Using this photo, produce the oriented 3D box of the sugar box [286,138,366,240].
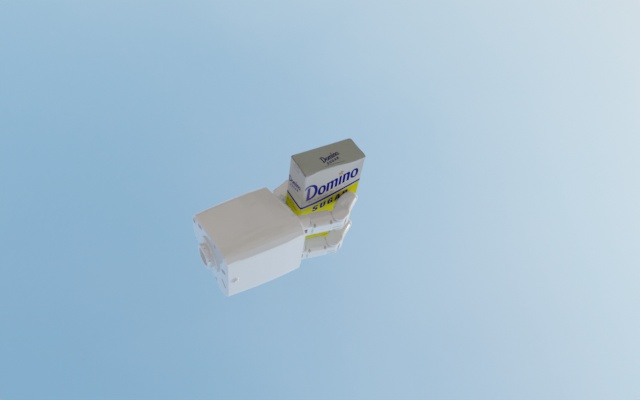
[{"bbox_3d":[0.000,0.003,0.663,0.093,0.048,0.176,-20,-34,-25],"label":"sugar box"}]
